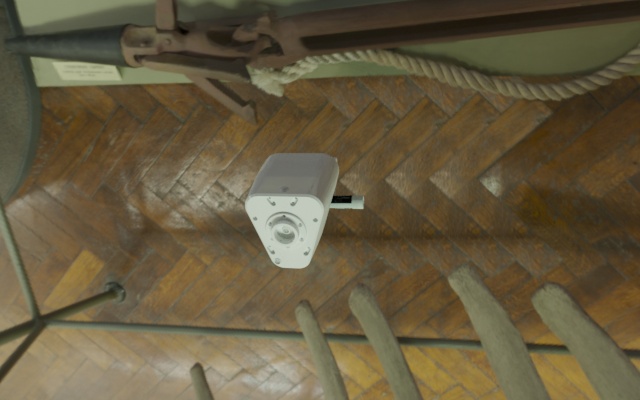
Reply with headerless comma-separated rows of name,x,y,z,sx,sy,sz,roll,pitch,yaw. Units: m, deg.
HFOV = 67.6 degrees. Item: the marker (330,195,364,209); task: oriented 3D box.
marker,0.000,0.002,0.672,0.121,0.020,0.020,0,0,10
